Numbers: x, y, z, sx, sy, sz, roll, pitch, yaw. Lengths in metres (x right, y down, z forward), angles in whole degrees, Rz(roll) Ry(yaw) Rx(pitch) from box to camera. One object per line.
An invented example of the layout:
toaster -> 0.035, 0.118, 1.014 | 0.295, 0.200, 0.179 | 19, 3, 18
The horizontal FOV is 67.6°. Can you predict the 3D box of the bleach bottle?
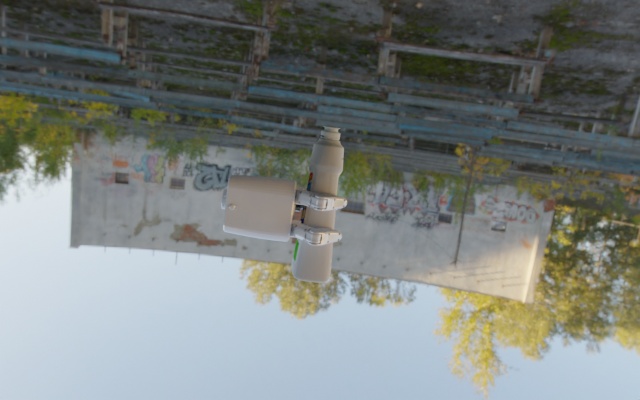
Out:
bleach bottle -> 0.000, 0.003, 0.796 | 0.068, 0.251, 0.102 | 7, 10, -4
